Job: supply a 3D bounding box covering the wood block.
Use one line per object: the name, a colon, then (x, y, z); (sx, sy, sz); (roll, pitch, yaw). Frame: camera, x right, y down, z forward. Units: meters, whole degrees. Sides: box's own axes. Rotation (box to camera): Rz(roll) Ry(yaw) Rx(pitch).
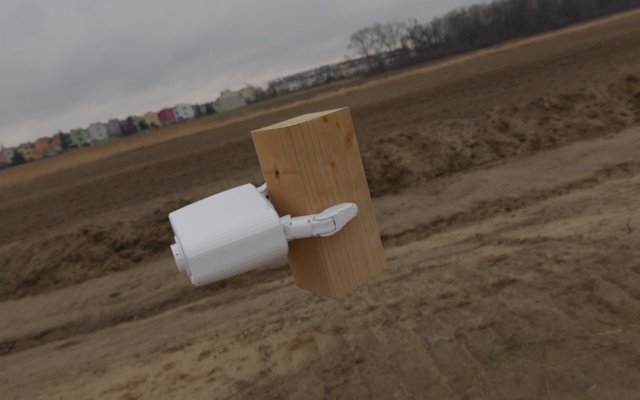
wood block: (0.000, 0.002, 0.583); (0.090, 0.206, 0.091); (-24, 17, -32)
